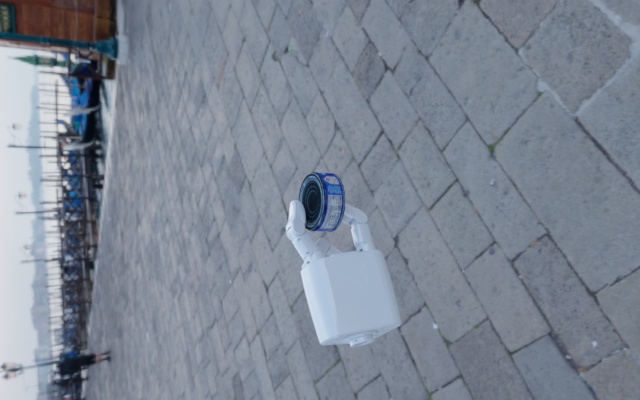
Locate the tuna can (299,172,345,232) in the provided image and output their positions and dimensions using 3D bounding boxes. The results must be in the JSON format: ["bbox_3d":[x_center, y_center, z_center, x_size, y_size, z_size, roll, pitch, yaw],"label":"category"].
[{"bbox_3d":[0.000,0.002,0.684,0.034,0.086,0.086,3,-1,-27],"label":"tuna can"}]
